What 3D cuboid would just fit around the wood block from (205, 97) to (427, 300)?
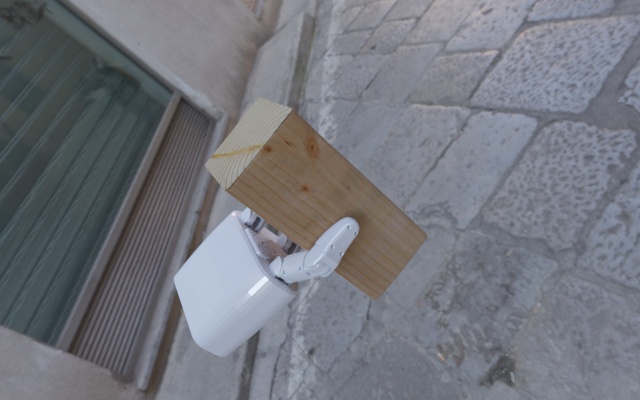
[{"bbox_3d":[0.000,0.002,0.481,0.206,0.090,0.090,39,-1,-31],"label":"wood block"}]
